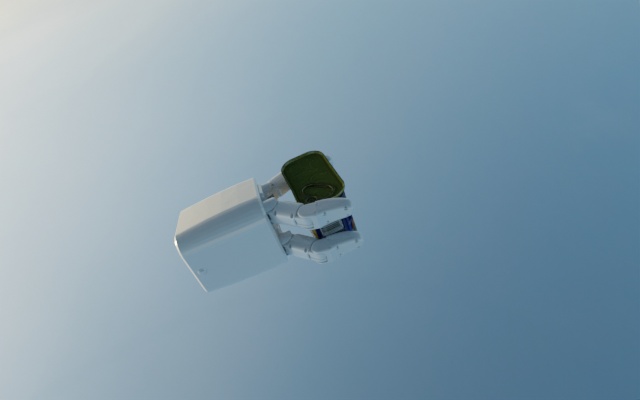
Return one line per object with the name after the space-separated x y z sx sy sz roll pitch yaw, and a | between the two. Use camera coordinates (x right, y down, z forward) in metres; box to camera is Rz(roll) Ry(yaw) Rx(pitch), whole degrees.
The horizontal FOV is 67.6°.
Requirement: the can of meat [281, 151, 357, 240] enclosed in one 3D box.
0.000 0.002 0.584 0.057 0.084 0.102 -25 40 -6 | can of meat
